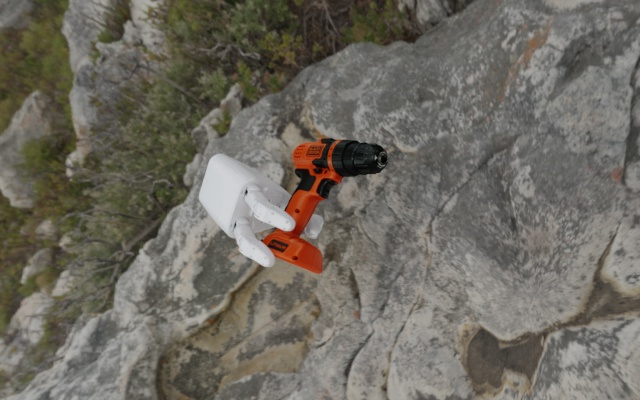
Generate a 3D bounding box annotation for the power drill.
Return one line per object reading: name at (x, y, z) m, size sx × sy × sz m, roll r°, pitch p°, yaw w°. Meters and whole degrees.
power drill at (0.000, 0.003, 0.660) m, size 0.057 × 0.187 × 0.184 m, roll 31°, pitch -13°, yaw -33°
